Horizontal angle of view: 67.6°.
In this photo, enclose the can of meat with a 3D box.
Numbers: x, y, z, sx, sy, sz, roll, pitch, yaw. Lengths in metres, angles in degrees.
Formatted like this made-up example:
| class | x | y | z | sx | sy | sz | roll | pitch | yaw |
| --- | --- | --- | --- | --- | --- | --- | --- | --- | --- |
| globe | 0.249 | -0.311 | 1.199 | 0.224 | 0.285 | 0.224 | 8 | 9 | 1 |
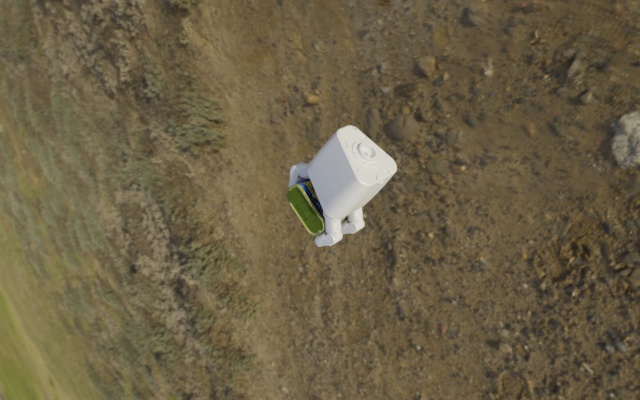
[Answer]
| class | x | y | z | sx | sy | sz | roll | pitch | yaw |
| --- | --- | --- | --- | --- | --- | --- | --- | --- | --- |
| can of meat | 0.000 | 0.003 | 0.850 | 0.084 | 0.102 | 0.057 | -28 | -11 | -40 |
